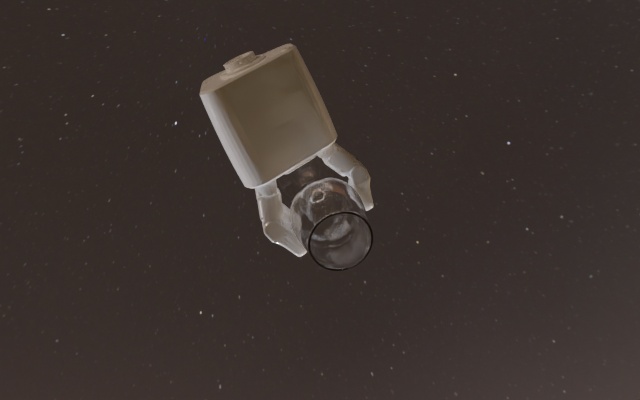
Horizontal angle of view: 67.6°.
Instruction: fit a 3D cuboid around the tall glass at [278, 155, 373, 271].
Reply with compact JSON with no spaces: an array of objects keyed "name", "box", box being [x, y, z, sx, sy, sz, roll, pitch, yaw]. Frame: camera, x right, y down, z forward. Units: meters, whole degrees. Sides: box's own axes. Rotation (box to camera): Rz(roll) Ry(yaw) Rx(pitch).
[{"name":"tall glass","box":[0.000,0.002,0.530,0.079,0.079,0.201,0,22,-12]}]
